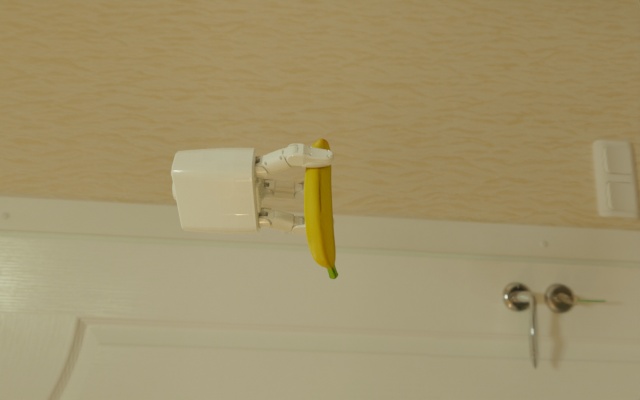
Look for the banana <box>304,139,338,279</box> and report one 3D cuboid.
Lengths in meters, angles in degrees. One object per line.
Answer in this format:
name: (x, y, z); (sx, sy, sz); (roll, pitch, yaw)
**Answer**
banana: (-0.001, 0.000, 0.624); (0.037, 0.197, 0.070); (-4, -17, 4)
